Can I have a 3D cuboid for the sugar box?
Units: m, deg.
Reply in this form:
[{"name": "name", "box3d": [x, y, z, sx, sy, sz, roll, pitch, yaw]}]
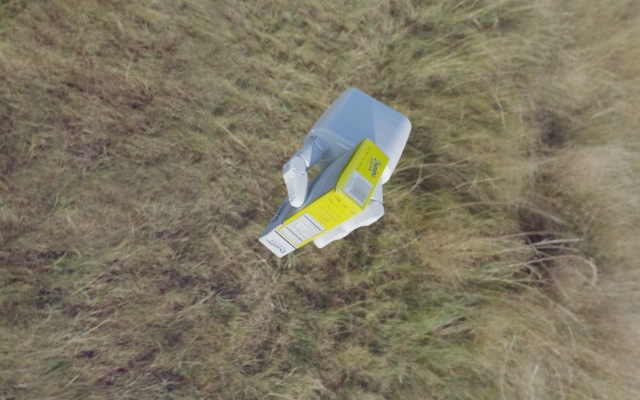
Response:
[{"name": "sugar box", "box3d": [0.001, 0.002, 0.581, 0.048, 0.093, 0.176, 41, -39, -11]}]
